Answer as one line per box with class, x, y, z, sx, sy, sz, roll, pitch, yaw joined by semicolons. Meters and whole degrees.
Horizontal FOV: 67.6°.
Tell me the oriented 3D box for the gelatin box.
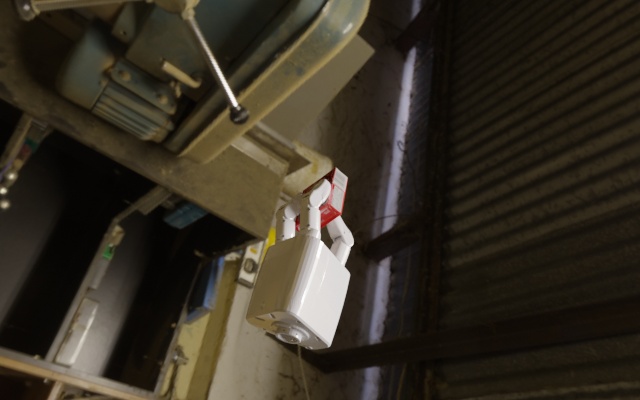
gelatin box;0.000;0.002;0.699;0.030;0.089;0.073;40;-54;-22
